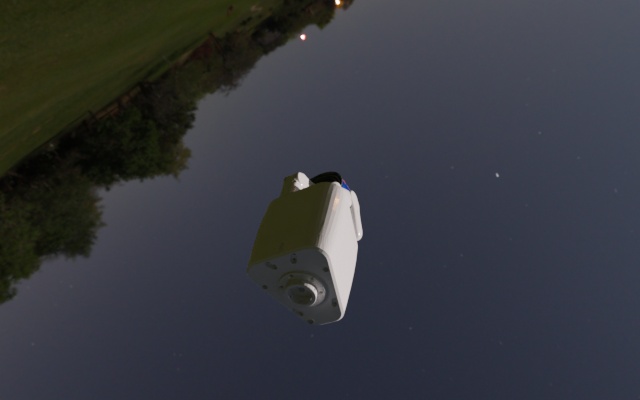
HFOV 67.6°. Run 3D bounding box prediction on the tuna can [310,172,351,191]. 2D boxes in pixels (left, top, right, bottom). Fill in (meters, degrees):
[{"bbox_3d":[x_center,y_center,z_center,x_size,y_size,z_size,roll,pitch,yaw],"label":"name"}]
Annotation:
[{"bbox_3d":[0.000,0.002,0.642,0.086,0.034,0.086,-27,30,17],"label":"tuna can"}]
